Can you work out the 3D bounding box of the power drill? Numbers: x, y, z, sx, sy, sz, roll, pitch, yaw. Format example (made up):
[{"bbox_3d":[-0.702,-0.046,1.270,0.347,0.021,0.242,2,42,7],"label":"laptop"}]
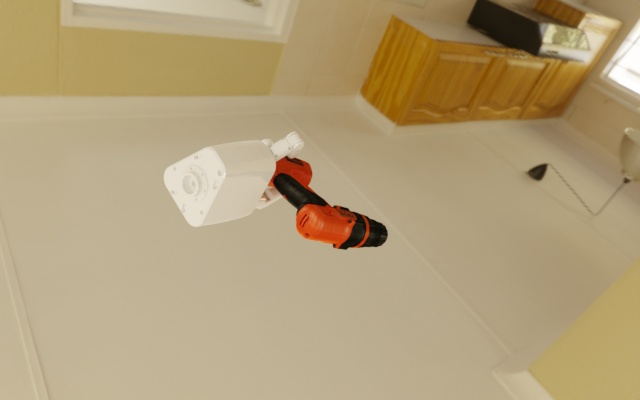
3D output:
[{"bbox_3d":[0.000,0.002,0.720,0.184,0.057,0.187,16,21,-49],"label":"power drill"}]
